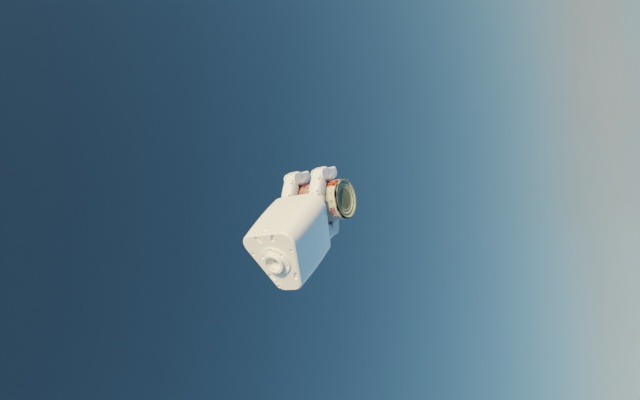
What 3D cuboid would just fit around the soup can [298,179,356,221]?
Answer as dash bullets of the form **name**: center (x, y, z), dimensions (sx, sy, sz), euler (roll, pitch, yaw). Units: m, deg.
- **soup can**: center (0.001, 0.002, 0.806), dimensions (0.102, 0.068, 0.068), euler (-8, -5, 32)
